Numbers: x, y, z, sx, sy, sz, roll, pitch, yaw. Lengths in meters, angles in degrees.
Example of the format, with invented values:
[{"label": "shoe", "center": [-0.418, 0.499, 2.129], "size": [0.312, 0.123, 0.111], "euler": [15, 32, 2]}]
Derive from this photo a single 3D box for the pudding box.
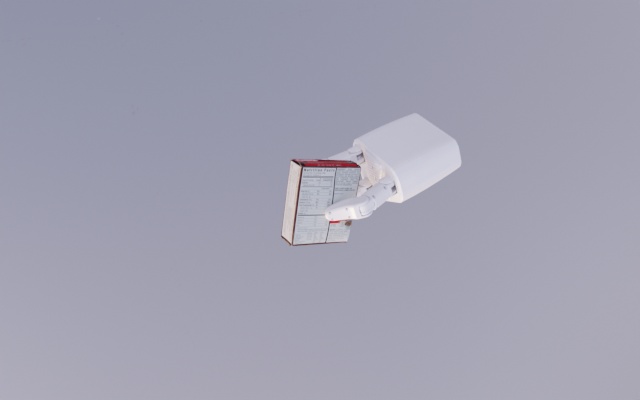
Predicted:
[{"label": "pudding box", "center": [0.000, 0.002, 0.633], "size": [0.090, 0.113, 0.039], "euler": [-1, 18, -27]}]
